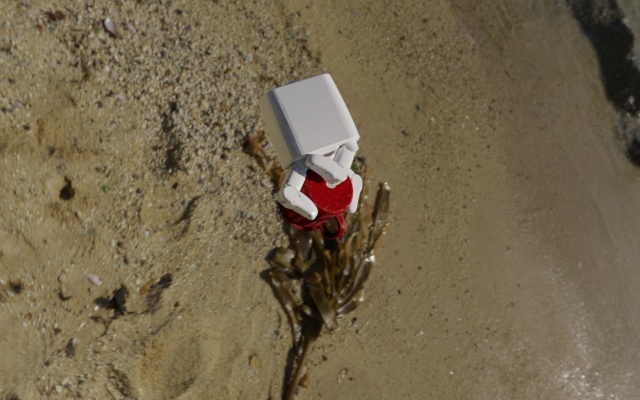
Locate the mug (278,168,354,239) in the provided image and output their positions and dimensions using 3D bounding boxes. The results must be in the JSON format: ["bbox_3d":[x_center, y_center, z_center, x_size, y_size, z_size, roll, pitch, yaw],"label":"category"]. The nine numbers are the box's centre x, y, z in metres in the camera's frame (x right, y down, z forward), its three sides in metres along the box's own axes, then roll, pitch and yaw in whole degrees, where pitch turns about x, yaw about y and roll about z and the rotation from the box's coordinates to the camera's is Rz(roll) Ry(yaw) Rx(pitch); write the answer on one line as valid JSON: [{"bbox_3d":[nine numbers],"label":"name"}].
[{"bbox_3d":[0.001,0.004,0.704,0.093,0.117,0.081,-21,-6,-34],"label":"mug"}]
